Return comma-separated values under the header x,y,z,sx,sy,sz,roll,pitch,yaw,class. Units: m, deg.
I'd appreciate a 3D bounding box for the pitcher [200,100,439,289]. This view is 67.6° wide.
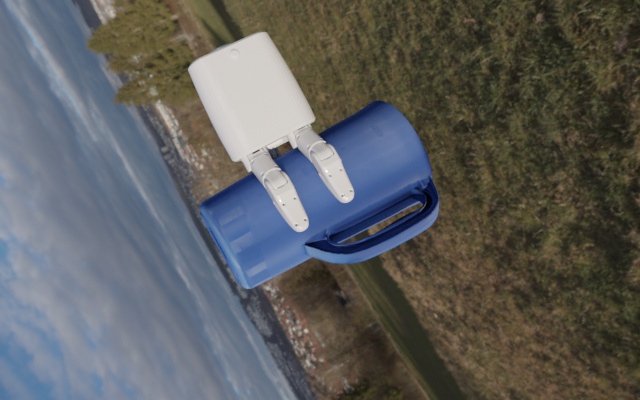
x,y,z,sx,sy,sz,roll,pitch,yaw,class
0.000,0.002,0.534,0.243,0.145,0.149,-29,7,-14,pitcher
